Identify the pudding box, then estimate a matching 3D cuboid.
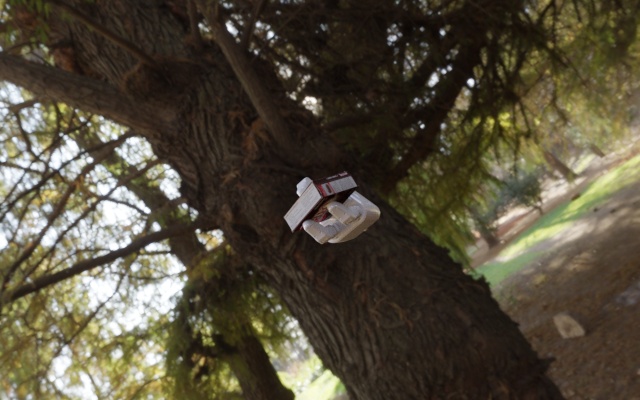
[{"bbox_3d":[0.000,0.003,0.819,0.090,0.039,0.113,-19,-23,-42],"label":"pudding box"}]
